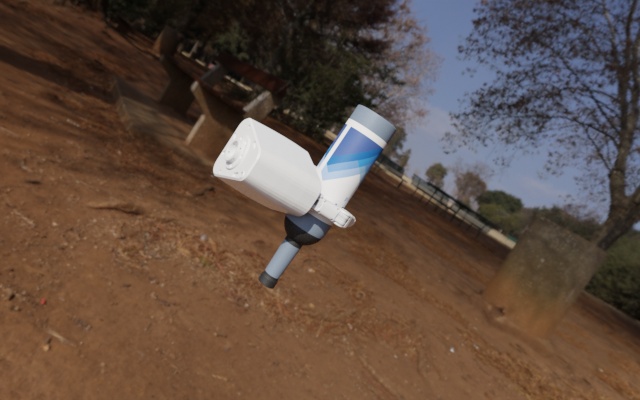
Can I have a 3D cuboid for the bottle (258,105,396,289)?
[{"bbox_3d":[0.000,0.002,0.699,0.069,0.296,0.069,34,5,-3],"label":"bottle"}]
